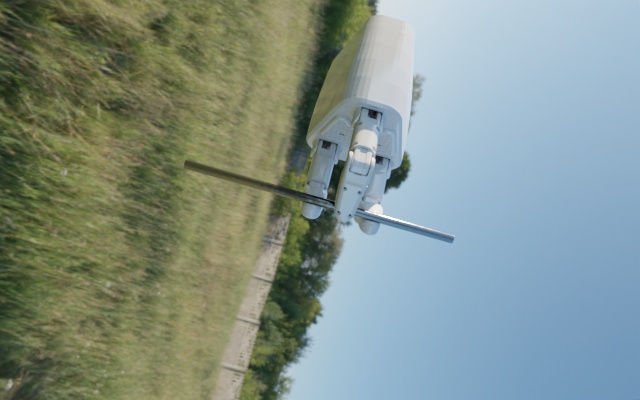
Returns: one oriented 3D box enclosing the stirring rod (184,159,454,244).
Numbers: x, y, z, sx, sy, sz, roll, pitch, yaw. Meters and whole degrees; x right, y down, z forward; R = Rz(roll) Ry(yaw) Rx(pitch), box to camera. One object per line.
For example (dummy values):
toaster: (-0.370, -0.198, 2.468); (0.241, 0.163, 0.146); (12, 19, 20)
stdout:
stirring rod: (0.000, 0.001, 0.413); (0.239, 0.011, 0.011); (16, -1, -2)
